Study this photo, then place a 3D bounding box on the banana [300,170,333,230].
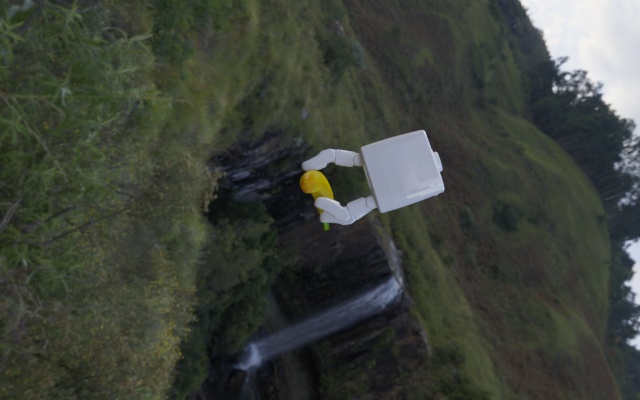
[{"bbox_3d":[-0.002,-0.013,0.819,0.037,0.069,0.198,-14,-25,7],"label":"banana"}]
